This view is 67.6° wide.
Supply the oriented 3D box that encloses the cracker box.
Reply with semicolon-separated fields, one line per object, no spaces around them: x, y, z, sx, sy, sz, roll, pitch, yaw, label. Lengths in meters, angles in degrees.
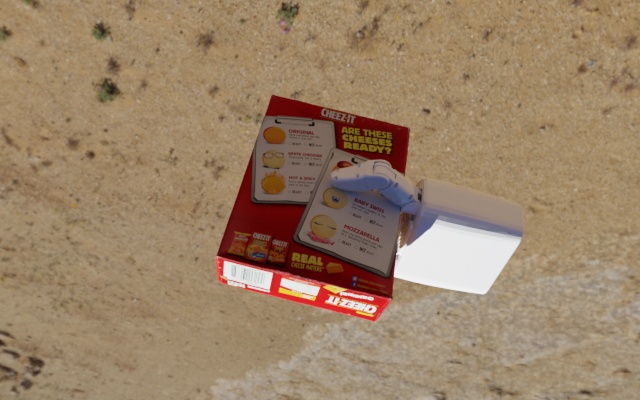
0.000;0.002;0.505;0.164;0.213;0.072;14;-35;-2;cracker box
